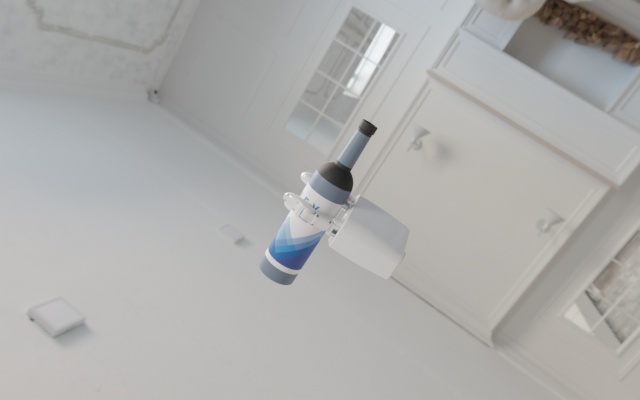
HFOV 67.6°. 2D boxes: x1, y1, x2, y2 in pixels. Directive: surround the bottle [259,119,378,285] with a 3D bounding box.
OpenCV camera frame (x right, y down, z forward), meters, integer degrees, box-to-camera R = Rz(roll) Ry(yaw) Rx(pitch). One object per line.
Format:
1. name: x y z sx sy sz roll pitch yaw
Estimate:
1. bottle: 0.000 0.003 0.765 0.069 0.296 0.069 29 17 -10
